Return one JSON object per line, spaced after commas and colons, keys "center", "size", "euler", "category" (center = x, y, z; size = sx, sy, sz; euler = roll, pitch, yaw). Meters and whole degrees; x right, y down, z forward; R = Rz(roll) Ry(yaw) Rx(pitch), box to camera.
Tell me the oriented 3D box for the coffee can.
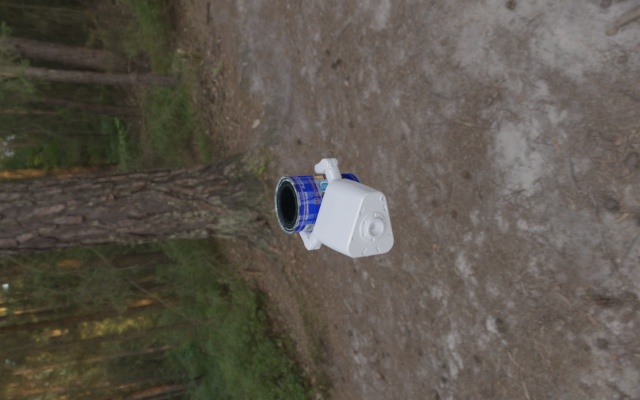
{"center": [0.000, 0.003, 0.880], "size": [0.140, 0.103, 0.103], "euler": [-5, 2, -28], "category": "coffee can"}
